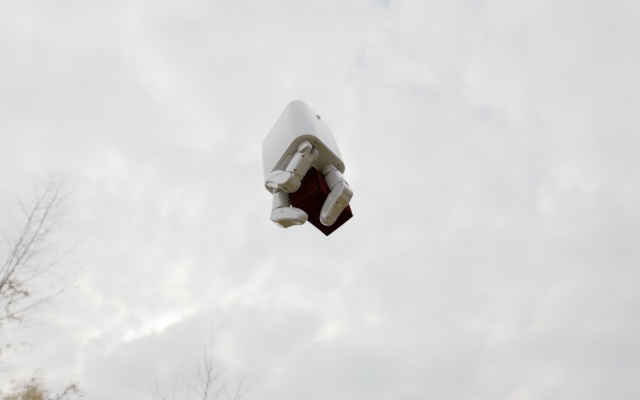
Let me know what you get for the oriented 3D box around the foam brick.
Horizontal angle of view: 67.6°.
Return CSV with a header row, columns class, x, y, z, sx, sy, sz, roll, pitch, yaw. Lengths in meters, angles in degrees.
class,x,y,z,sx,sy,sz,roll,pitch,yaw
foam brick,0.000,0.002,0.674,0.053,0.051,0.078,-37,-52,17
